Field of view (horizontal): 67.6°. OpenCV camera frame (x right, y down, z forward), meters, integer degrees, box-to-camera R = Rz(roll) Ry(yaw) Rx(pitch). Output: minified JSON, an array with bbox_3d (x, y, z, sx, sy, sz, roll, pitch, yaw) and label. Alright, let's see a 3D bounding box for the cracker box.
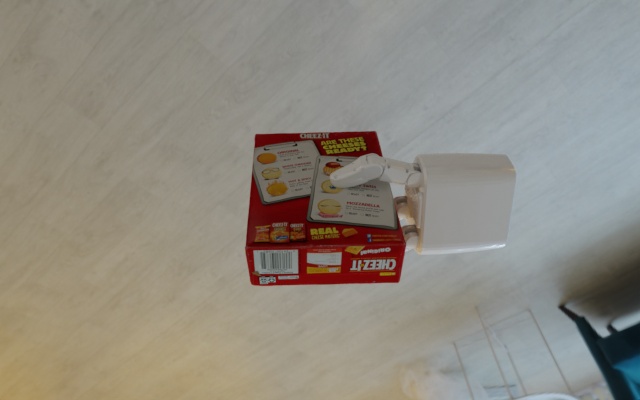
[{"bbox_3d":[0.000,0.002,0.573,0.164,0.072,0.213,-1,40,-3],"label":"cracker box"}]
